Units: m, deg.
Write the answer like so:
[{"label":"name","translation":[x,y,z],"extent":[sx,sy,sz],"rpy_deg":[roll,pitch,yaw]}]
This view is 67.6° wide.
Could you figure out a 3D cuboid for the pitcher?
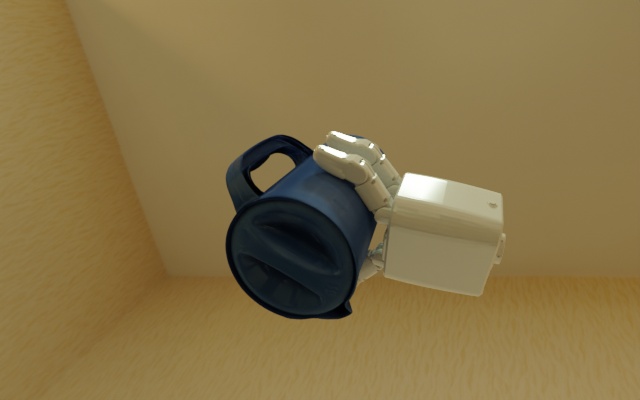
[{"label":"pitcher","translation":[0.000,0.002,0.539],"extent":[0.145,0.149,0.242],"rpy_deg":[12,28,14]}]
